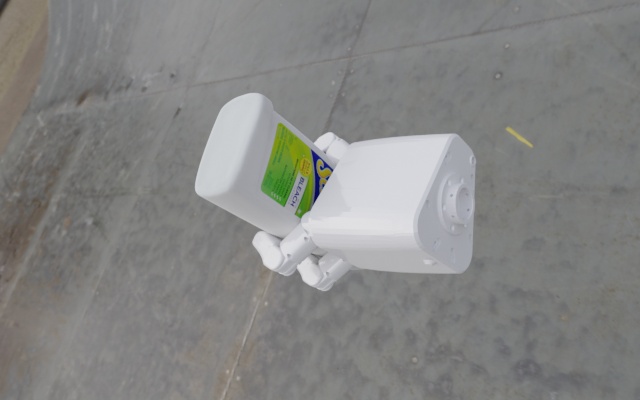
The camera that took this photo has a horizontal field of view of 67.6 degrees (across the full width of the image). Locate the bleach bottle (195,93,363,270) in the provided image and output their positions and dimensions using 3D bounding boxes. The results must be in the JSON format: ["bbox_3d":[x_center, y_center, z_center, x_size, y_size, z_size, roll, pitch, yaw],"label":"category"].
[{"bbox_3d":[0.000,0.002,0.484,0.068,0.102,0.251,-3,-25,44],"label":"bleach bottle"}]
